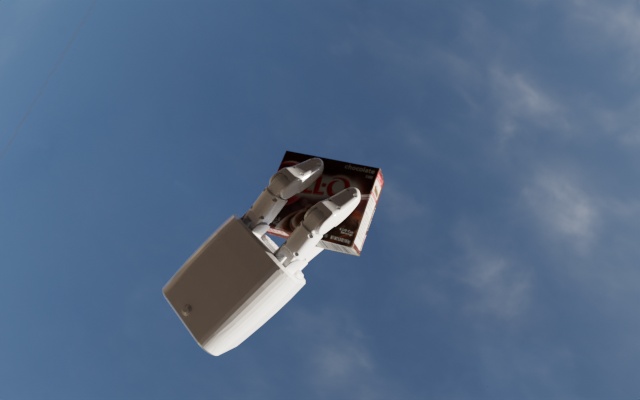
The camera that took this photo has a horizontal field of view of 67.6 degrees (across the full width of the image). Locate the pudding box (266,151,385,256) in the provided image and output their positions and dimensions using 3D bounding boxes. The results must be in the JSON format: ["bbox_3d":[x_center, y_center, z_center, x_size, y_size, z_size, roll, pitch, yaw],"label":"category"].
[{"bbox_3d":[0.000,0.002,0.502,0.113,0.090,0.039,13,-20,21],"label":"pudding box"}]
